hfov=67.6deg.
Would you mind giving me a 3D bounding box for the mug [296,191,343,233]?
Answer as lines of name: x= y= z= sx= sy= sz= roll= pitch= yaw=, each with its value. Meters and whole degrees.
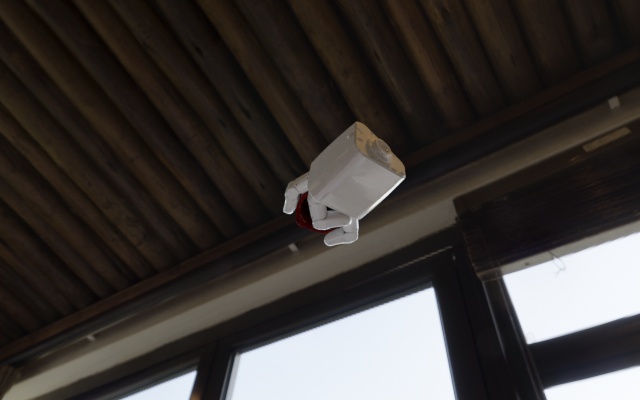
mug: x=-0.001 y=0.003 z=0.836 sx=0.093 sy=0.081 sz=0.117 roll=36 pitch=-58 yaw=-21
